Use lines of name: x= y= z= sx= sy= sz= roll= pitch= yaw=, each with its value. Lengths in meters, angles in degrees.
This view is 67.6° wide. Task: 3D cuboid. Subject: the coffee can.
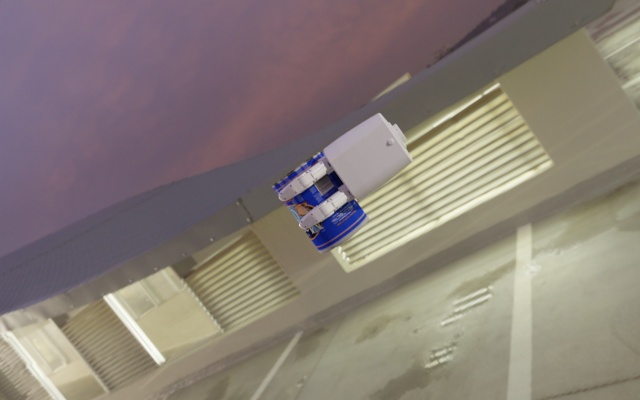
coffee can: x=0.000 y=0.003 z=0.800 sx=0.103 sy=0.140 sz=0.103 roll=-36 pitch=5 yaw=3
